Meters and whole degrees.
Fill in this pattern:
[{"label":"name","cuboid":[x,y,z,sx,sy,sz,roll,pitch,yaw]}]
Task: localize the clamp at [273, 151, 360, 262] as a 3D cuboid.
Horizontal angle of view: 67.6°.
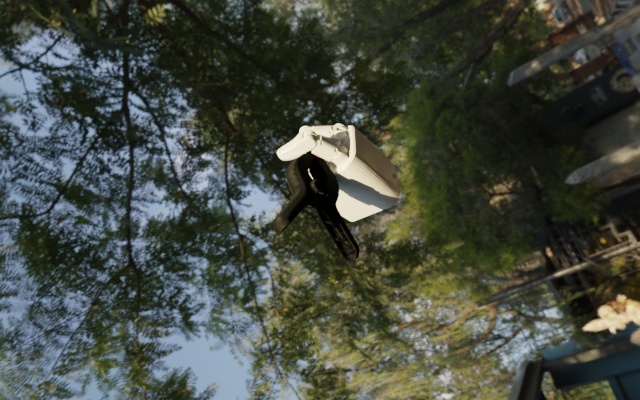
[{"label":"clamp","cuboid":[0.000,0.002,0.620,0.120,0.171,0.039,35,-52,-25]}]
